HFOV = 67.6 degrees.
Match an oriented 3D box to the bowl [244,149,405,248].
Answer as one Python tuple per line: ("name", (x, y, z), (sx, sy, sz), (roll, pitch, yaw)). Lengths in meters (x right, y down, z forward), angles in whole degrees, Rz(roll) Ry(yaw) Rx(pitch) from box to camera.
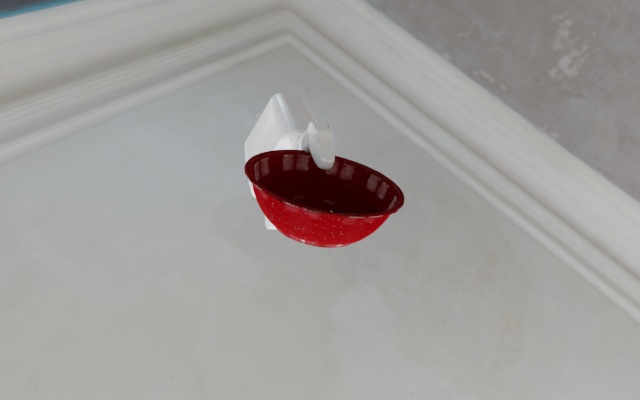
("bowl", (0.000, 0.003, 0.484), (0.162, 0.055, 0.162), (11, 23, -5))
